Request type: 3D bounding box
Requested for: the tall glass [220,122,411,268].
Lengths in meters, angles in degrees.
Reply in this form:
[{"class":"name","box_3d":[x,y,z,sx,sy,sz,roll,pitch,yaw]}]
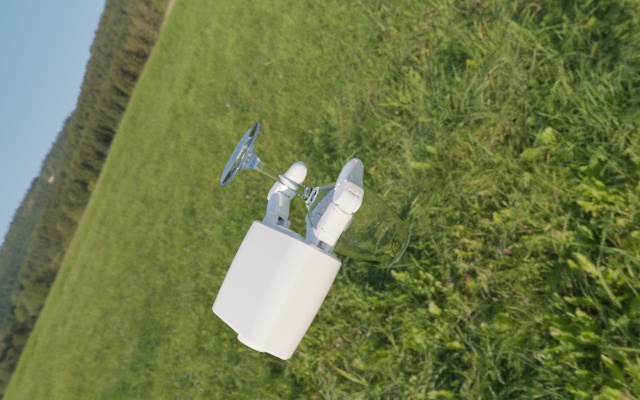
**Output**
[{"class":"tall glass","box_3d":[0.000,0.001,0.504,0.201,0.079,0.079,30,-11,-20]}]
